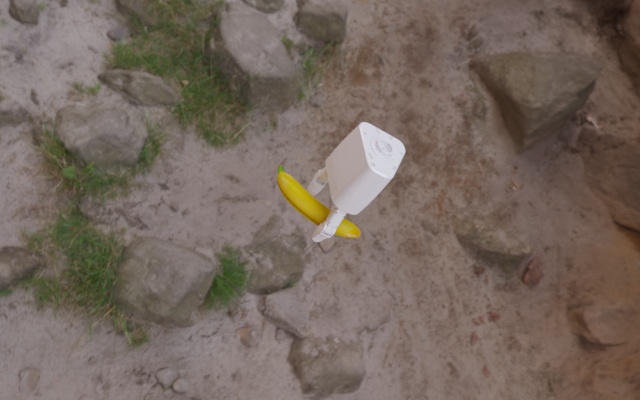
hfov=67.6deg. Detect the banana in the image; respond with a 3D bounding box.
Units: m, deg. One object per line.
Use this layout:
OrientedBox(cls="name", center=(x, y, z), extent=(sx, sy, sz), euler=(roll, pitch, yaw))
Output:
OrientedBox(cls="banana", center=(-0.010, 0.009, 0.861), extent=(0.037, 0.198, 0.069), euler=(-50, -2, 38))
